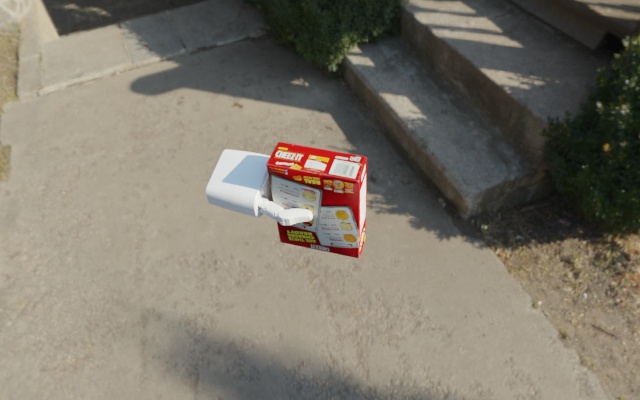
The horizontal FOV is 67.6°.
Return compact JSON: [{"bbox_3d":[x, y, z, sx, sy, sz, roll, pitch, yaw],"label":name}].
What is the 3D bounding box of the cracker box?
[{"bbox_3d":[0.000,0.003,0.874,0.164,0.072,0.214,11,-40,14],"label":"cracker box"}]
